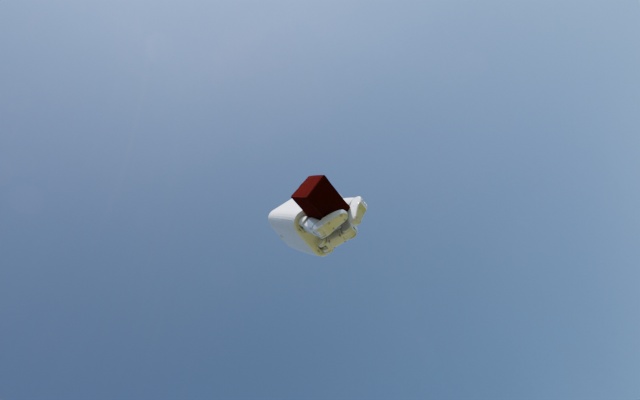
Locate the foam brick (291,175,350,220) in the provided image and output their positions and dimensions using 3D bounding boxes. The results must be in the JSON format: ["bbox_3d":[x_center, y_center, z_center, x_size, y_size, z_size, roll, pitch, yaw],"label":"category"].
[{"bbox_3d":[0.000,0.002,0.794,0.078,0.053,0.051,51,-23,-25],"label":"foam brick"}]
